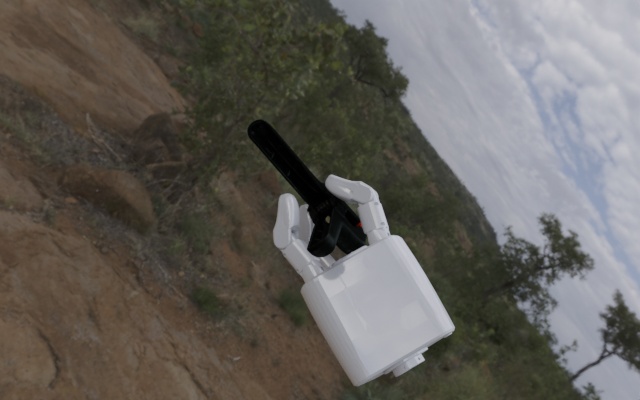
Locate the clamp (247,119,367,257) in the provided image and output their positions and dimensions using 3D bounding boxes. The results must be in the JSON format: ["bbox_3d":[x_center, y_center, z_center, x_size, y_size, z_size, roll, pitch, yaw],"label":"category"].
[{"bbox_3d":[0.001,0.002,0.530,0.036,0.164,0.210,-35,-23,11],"label":"clamp"}]
